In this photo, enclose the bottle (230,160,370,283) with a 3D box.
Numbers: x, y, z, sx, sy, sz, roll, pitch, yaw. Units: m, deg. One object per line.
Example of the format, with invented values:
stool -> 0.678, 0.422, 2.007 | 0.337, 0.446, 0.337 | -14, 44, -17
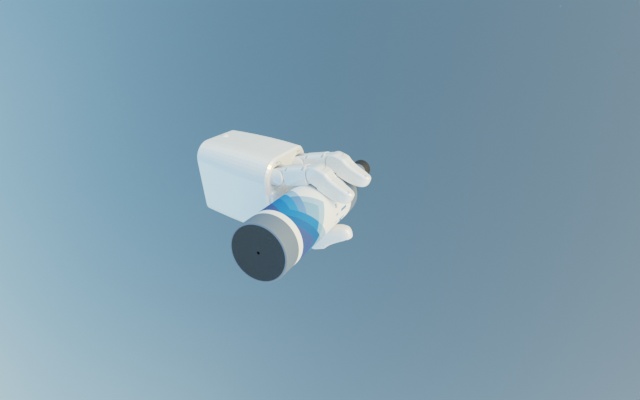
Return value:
bottle -> 0.000, 0.002, 0.594 | 0.069, 0.069, 0.295 | 0, 20, 27
